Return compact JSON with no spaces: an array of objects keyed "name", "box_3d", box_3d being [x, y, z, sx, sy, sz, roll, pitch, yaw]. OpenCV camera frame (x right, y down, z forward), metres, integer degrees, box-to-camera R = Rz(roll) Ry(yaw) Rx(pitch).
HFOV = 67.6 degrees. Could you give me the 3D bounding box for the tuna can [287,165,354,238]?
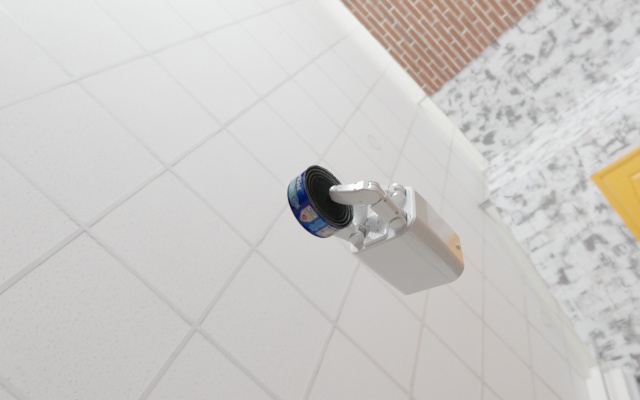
[{"name":"tuna can","box_3d":[0.000,0.002,0.579,0.034,0.086,0.086,-34,-19,30]}]
